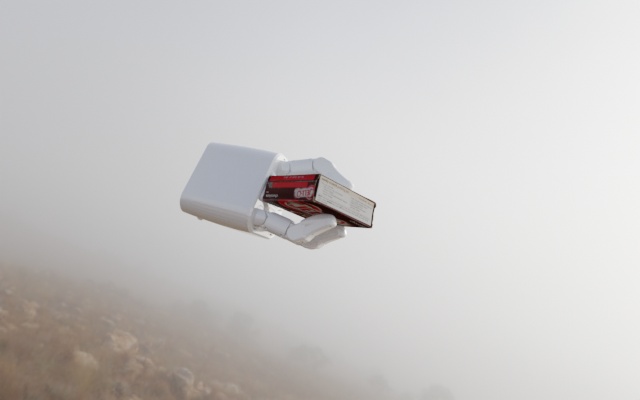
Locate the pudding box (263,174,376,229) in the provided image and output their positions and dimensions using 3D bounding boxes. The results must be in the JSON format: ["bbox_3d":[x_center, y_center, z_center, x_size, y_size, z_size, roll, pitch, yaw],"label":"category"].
[{"bbox_3d":[0.000,0.002,0.589,0.090,0.039,0.113,2,-14,45],"label":"pudding box"}]
